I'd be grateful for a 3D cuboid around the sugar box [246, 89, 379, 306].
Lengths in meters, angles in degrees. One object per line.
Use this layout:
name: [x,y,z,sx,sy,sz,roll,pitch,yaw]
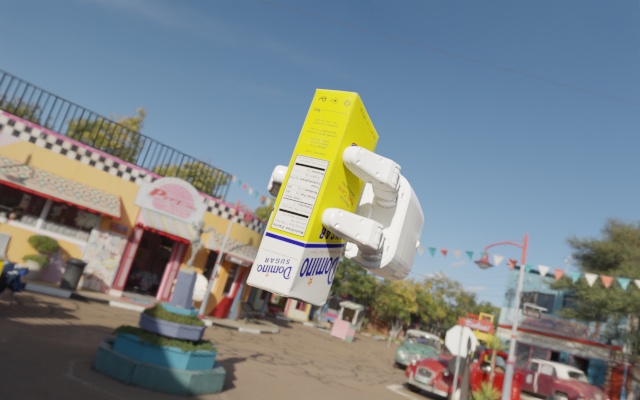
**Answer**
sugar box: [0.001,0.001,0.423,0.048,0.176,0.093,11,-12,22]
